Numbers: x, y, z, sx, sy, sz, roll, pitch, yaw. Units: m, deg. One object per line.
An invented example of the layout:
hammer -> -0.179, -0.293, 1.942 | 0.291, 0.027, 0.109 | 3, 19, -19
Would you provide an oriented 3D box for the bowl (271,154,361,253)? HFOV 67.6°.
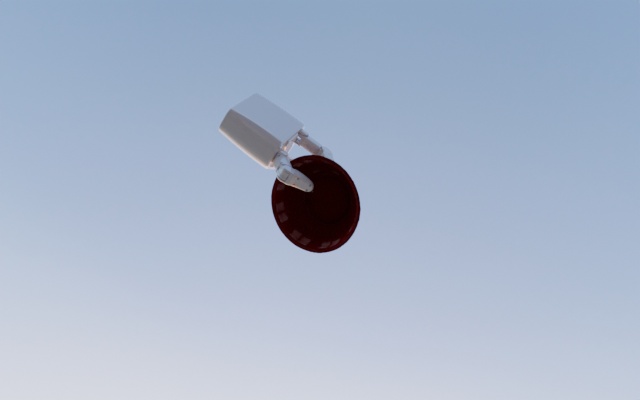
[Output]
bowl -> 0.001, 0.004, 0.792 | 0.162, 0.162, 0.055 | 0, 10, 27
